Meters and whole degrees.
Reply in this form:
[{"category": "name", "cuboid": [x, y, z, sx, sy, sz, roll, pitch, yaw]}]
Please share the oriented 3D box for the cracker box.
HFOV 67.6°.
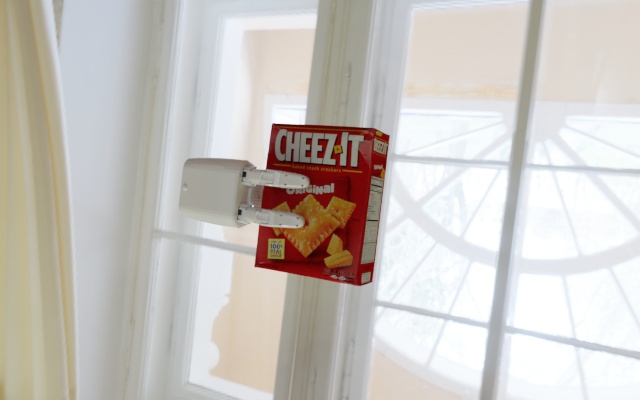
[{"category": "cracker box", "cuboid": [0.000, 0.002, 0.681, 0.164, 0.213, 0.072, 7, 1, 25]}]
